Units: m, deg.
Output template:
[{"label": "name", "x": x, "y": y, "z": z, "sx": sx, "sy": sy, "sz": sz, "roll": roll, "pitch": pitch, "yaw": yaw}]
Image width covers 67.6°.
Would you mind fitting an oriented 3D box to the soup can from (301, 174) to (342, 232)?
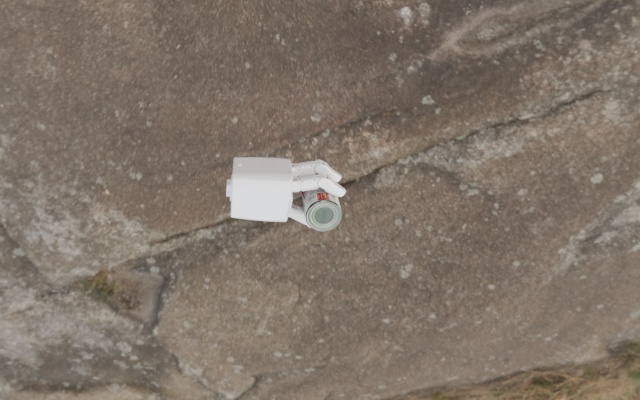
[{"label": "soup can", "x": 0.001, "y": 0.003, "z": 0.896, "sx": 0.068, "sy": 0.068, "sz": 0.102, "roll": 0, "pitch": 31, "yaw": -8}]
